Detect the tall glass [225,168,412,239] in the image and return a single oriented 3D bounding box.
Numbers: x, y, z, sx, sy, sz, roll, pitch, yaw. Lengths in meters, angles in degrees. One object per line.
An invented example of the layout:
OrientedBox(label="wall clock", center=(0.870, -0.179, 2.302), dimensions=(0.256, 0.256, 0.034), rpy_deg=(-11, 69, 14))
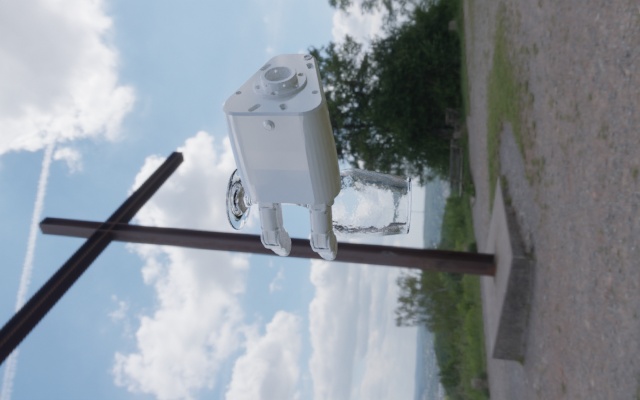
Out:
OrientedBox(label="tall glass", center=(-0.001, 0.002, 0.541), dimensions=(0.201, 0.079, 0.079), rpy_deg=(3, 0, 13))
